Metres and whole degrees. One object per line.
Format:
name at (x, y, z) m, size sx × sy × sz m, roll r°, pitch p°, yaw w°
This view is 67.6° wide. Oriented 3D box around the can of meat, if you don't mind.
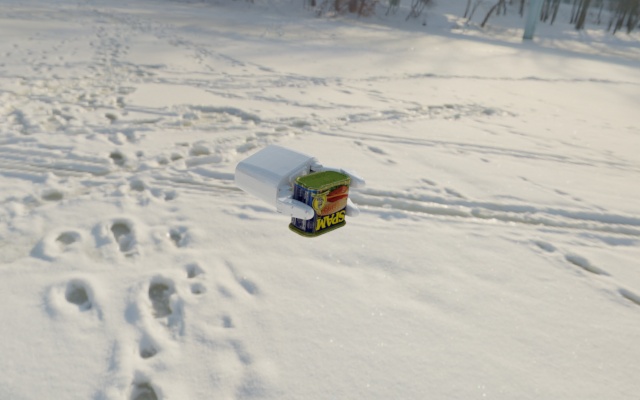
can of meat at (0.000, 0.002, 0.765) m, size 0.057 × 0.084 × 0.102 m, roll 25°, pitch 28°, yaw 37°
